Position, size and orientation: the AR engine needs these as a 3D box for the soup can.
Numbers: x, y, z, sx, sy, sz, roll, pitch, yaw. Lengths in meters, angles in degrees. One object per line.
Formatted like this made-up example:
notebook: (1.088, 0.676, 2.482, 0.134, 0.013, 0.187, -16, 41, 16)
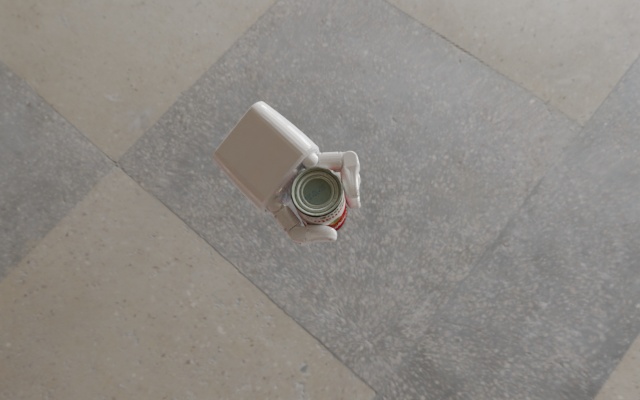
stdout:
soup can: (0.000, 0.002, 0.635, 0.068, 0.068, 0.102, 0, -16, 6)
